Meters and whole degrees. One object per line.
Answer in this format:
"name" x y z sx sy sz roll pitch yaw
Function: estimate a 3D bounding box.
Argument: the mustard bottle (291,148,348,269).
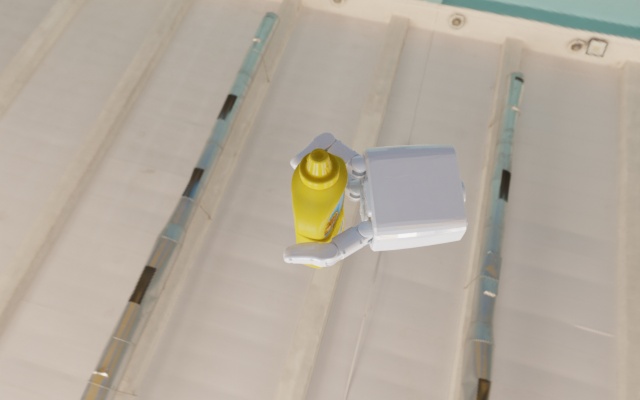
"mustard bottle" 0.000 0.002 0.545 0.058 0.096 0.192 17 -27 9
